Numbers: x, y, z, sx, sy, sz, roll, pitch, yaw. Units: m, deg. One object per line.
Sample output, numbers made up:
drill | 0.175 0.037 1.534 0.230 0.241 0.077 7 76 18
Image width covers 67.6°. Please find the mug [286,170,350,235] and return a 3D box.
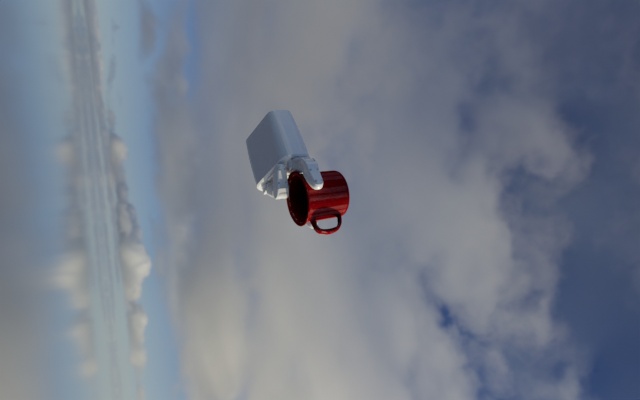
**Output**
mug | 0.001 0.004 0.805 0.081 0.117 0.093 -8 -27 -26
